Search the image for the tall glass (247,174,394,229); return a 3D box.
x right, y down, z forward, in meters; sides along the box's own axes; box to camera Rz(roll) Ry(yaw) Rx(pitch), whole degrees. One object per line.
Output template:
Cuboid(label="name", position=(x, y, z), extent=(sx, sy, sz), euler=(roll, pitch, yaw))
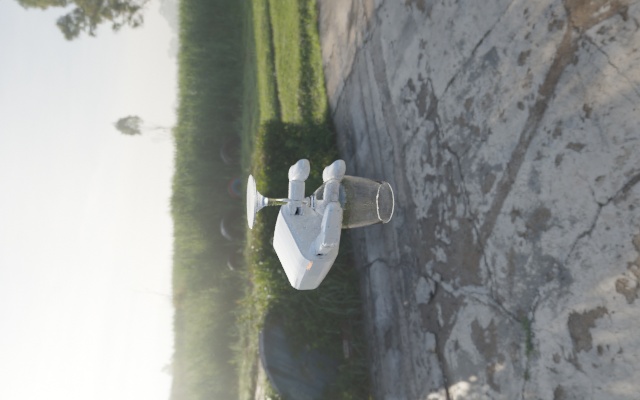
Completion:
Cuboid(label="tall glass", position=(-0.001, 0.002, 0.680), extent=(0.201, 0.079, 0.079), euler=(0, 0, -16))
